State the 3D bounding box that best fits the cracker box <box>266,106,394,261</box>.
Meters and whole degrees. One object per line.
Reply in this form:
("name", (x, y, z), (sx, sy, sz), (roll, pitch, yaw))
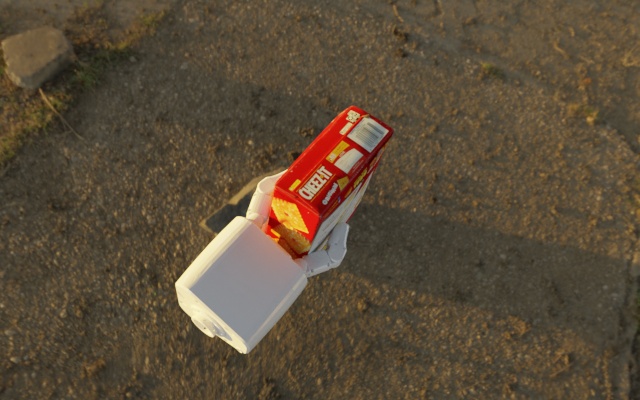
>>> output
("cracker box", (0.000, 0.002, 0.628), (0.072, 0.164, 0.214), (35, -31, 9))
